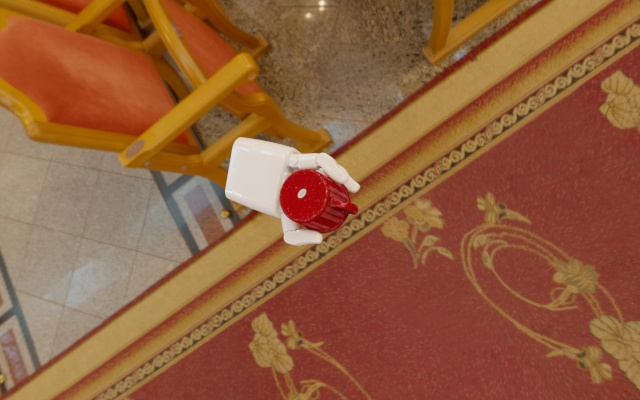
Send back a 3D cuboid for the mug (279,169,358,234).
[{"bbox_3d":[0.001,0.003,0.721,0.117,0.093,0.081,15,-4,25],"label":"mug"}]
